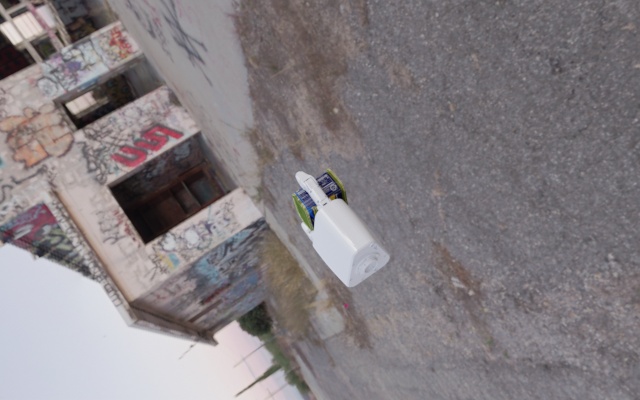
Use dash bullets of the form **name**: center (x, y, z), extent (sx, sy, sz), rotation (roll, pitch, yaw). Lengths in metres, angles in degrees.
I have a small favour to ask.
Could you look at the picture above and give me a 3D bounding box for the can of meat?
- **can of meat**: center (0.000, 0.003, 0.885), extent (0.084, 0.057, 0.102), rotation (-33, -30, -11)
